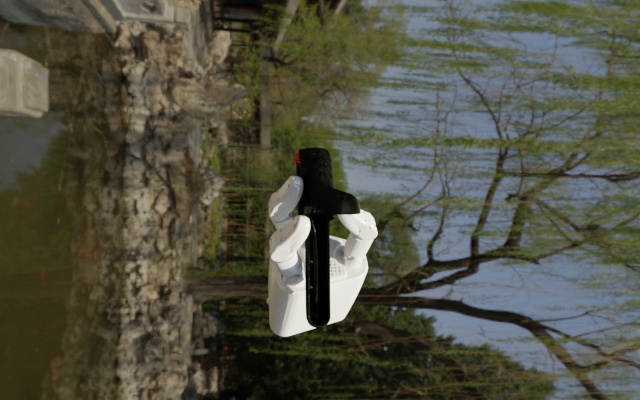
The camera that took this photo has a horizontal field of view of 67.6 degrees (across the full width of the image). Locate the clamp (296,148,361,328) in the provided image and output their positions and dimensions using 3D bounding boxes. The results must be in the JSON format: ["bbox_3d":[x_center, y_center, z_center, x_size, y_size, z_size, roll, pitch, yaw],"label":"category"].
[{"bbox_3d":[0.001,0.001,0.502,0.036,0.209,0.165,3,-44,-13],"label":"clamp"}]
